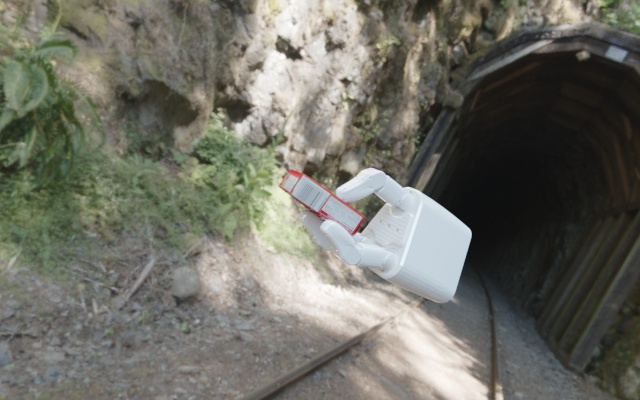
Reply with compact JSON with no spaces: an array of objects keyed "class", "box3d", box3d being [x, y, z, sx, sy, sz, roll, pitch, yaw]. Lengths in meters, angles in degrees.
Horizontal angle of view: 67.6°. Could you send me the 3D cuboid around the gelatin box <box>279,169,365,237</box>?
[{"class":"gelatin box","box3d":[0.000,0.001,0.548,0.089,0.030,0.073,35,-1,-17]}]
